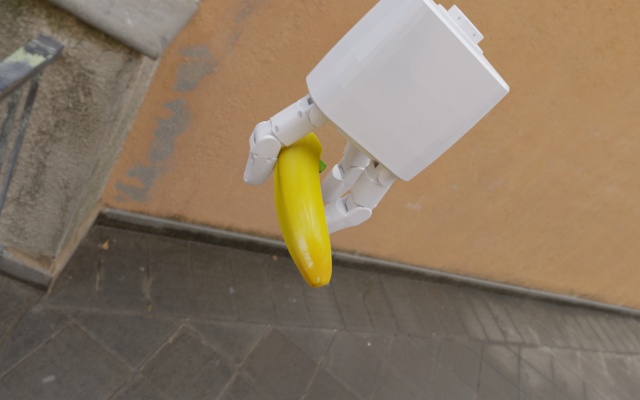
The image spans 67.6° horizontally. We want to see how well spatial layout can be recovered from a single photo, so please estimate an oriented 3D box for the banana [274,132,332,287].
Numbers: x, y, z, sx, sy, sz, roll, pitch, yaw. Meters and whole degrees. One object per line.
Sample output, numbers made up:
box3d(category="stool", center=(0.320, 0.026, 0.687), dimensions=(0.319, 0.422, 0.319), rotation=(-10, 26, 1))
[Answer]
box3d(category="banana", center=(-0.011, -0.013, 0.402), dimensions=(0.037, 0.070, 0.197), rotation=(-34, 24, 20))
